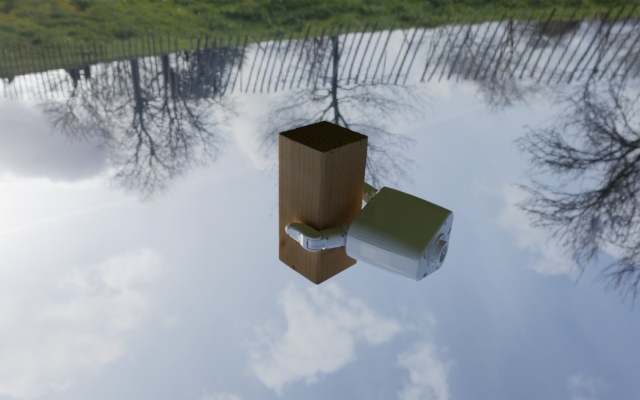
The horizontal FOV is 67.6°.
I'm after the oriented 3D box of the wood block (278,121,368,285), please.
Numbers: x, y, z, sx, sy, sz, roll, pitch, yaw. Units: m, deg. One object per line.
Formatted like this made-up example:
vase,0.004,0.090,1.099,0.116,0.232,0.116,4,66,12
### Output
wood block,0.000,0.003,0.686,0.091,0.206,0.090,-22,37,-39
